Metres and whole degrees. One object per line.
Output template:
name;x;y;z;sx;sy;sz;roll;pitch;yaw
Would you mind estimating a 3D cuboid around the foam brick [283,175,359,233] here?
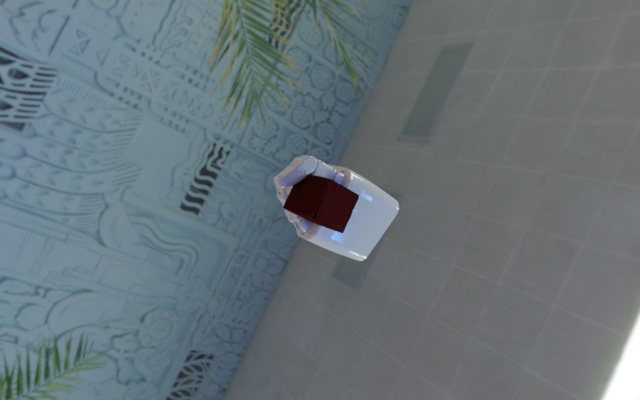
foam brick;0.000;0.002;0.598;0.051;0.053;0.078;28;-6;-32
